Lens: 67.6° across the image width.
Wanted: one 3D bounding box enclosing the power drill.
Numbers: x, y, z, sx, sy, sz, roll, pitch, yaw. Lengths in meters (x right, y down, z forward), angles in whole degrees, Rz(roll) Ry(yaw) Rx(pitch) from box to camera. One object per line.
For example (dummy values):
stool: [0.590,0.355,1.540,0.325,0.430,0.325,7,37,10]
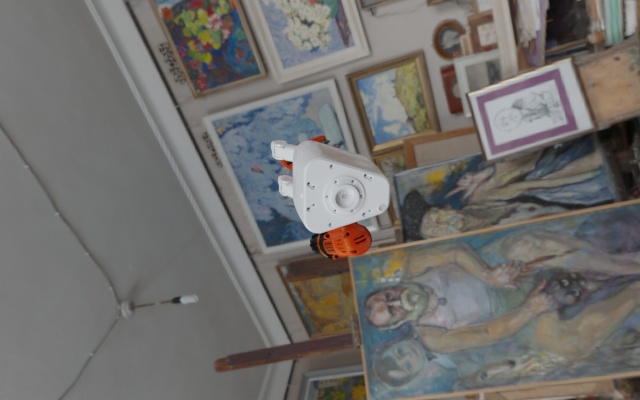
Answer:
power drill: [0.000,0.002,0.746,0.057,0.187,0.184,-25,3,-22]
